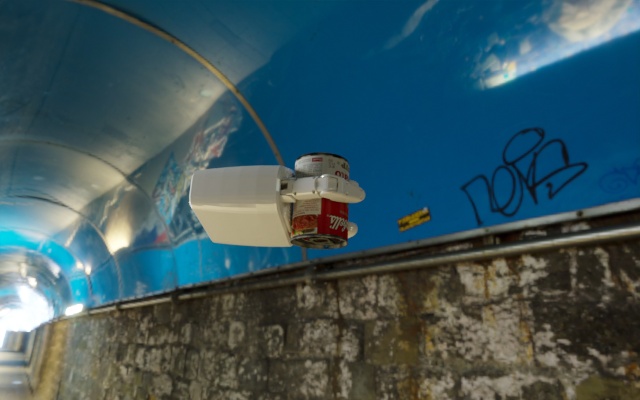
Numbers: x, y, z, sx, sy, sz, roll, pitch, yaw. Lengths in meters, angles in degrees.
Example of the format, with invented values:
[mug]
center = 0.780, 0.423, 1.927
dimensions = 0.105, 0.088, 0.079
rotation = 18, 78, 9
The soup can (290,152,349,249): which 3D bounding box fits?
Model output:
[soup can]
center = 0.001, 0.002, 0.570
dimensions = 0.068, 0.102, 0.068
rotation = 2, -18, 1
